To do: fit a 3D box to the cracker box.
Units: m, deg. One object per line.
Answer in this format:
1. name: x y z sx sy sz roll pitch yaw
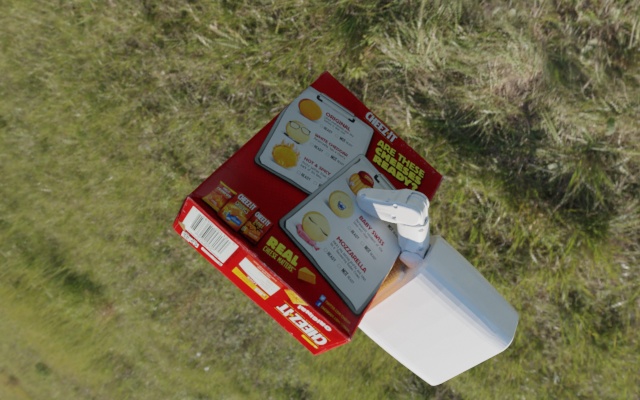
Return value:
1. cracker box: 0.000 0.001 0.438 0.213 0.164 0.072 -51 5 -39
